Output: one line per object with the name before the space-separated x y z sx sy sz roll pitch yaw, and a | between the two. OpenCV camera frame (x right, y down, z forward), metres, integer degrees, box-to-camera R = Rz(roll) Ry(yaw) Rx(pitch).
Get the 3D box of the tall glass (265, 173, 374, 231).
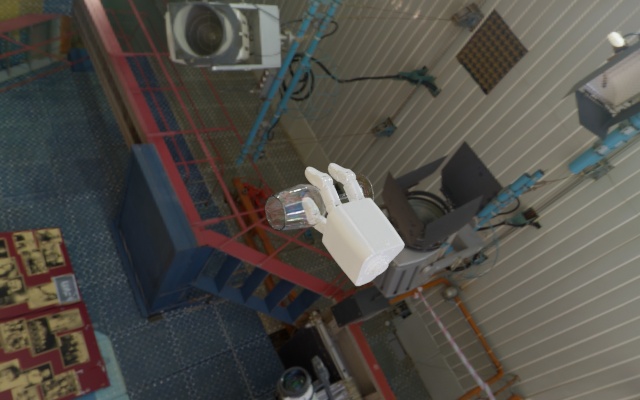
tall glass | 0.001 0.003 0.862 0.201 0.079 0.079 -13 8 -37
